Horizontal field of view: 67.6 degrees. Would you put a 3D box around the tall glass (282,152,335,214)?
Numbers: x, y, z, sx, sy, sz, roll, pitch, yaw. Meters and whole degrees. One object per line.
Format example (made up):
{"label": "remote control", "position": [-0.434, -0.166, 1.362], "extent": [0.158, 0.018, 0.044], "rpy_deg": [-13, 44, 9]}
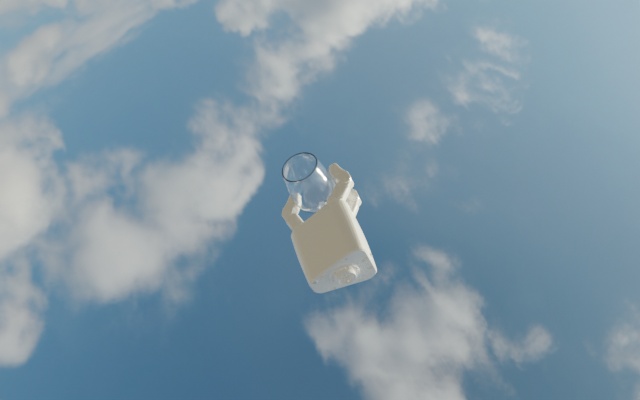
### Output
{"label": "tall glass", "position": [0.000, 0.003, 0.841], "extent": [0.079, 0.079, 0.201], "rpy_deg": [0, -35, 25]}
